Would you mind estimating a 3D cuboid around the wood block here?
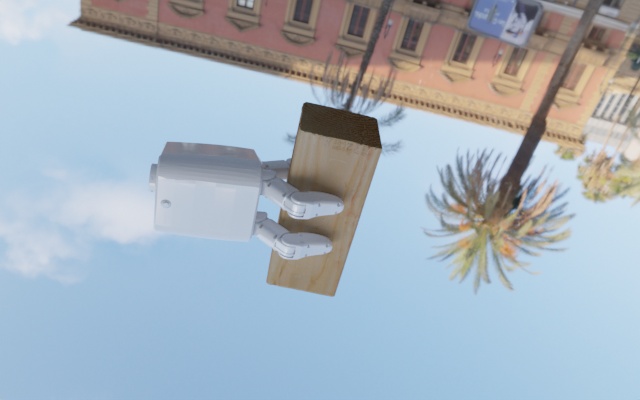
[{"bbox_3d":[0.000,0.002,0.570,0.090,0.206,0.090,12,31,-6],"label":"wood block"}]
